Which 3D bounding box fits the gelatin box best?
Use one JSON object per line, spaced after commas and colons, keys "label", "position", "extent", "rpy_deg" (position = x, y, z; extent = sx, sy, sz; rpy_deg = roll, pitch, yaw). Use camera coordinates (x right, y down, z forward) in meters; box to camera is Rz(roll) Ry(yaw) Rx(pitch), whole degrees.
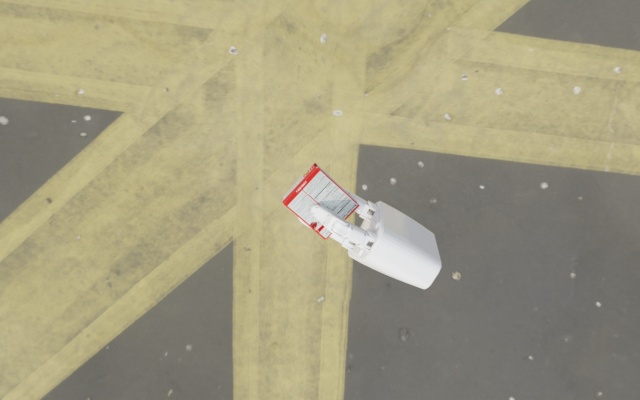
{"label": "gelatin box", "position": [0.000, 0.002, 0.692], "extent": [0.089, 0.073, 0.030], "rpy_deg": [41, 7, -17]}
